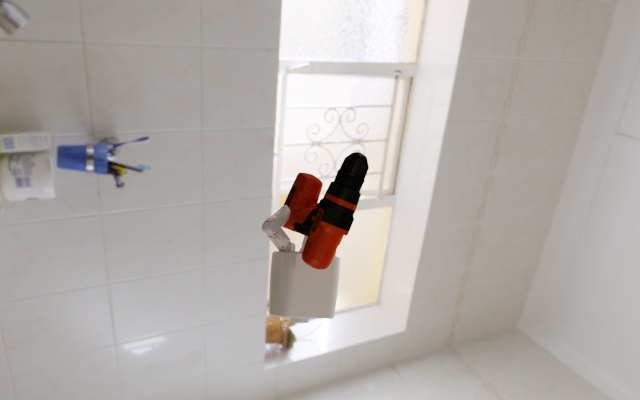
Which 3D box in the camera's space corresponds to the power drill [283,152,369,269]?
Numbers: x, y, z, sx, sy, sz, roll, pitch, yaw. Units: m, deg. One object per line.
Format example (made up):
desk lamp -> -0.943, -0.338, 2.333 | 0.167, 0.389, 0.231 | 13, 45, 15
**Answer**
power drill -> 0.000, 0.003, 0.774 | 0.057, 0.184, 0.187 | 24, 1, -21
